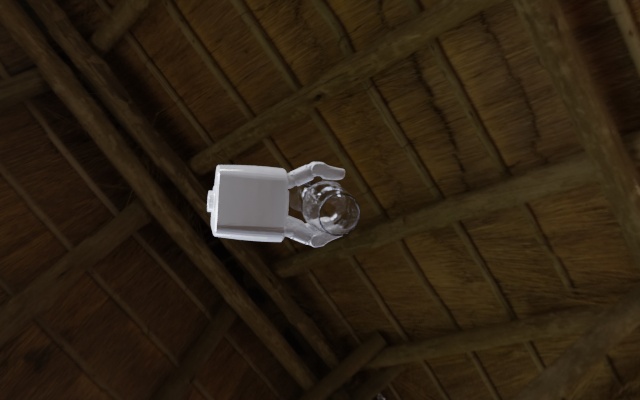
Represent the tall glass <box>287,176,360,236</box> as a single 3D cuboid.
[{"bbox_3d":[0.000,0.002,0.763,0.079,0.079,0.201,0,10,-16],"label":"tall glass"}]
